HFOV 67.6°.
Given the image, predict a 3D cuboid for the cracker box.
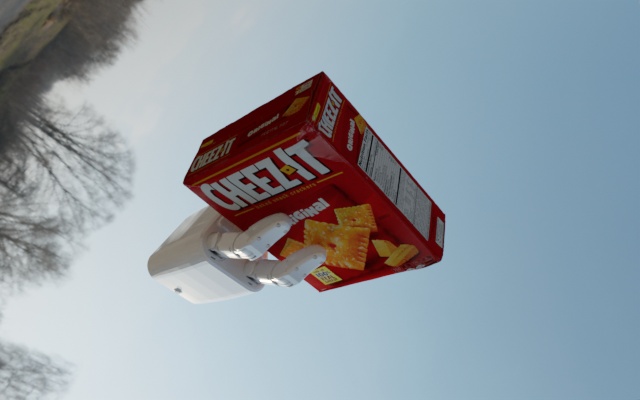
[{"bbox_3d":[0.000,0.002,0.476,0.164,0.072,0.214,-21,-49,35],"label":"cracker box"}]
